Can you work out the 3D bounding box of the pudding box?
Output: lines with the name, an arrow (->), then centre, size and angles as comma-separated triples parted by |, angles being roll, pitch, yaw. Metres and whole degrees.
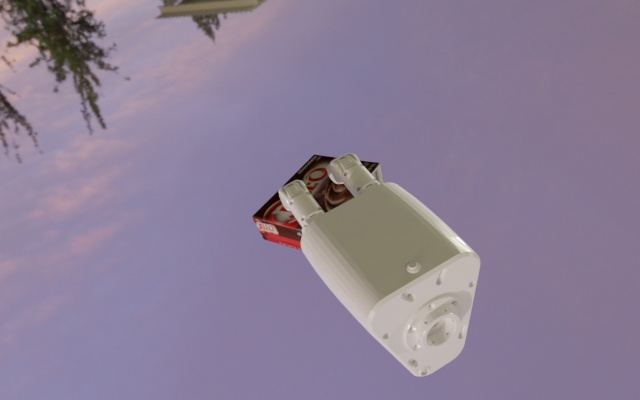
pudding box -> 0.000, 0.002, 0.488 | 0.090, 0.039, 0.113 | 12, 45, 38
